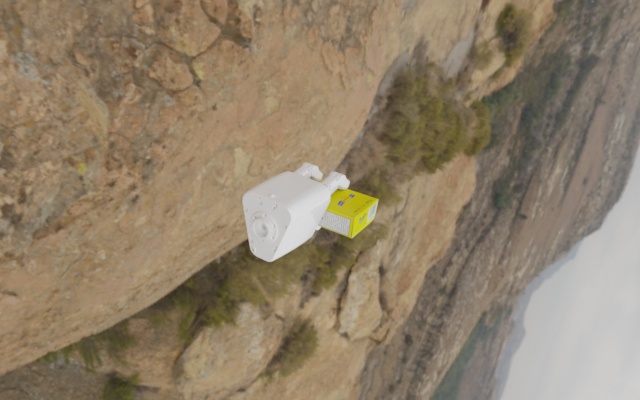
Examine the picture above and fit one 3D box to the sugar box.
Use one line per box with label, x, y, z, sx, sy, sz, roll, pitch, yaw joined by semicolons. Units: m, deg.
sugar box;0.000;0.002;0.823;0.176;0.048;0.093;21;29;24
